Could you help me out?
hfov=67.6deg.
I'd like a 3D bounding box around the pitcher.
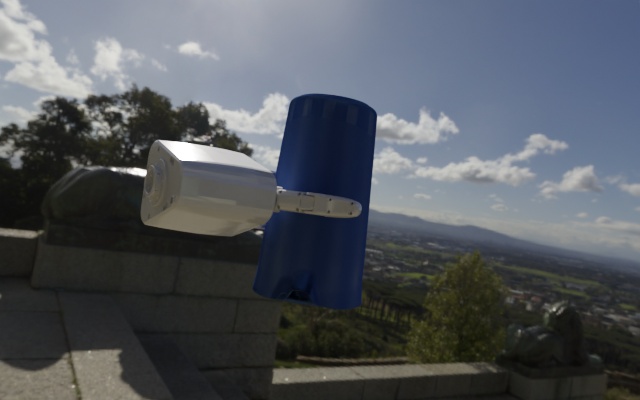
[{"bbox_3d":[0.000,0.002,0.590,0.145,0.243,0.149,8,0,-38],"label":"pitcher"}]
